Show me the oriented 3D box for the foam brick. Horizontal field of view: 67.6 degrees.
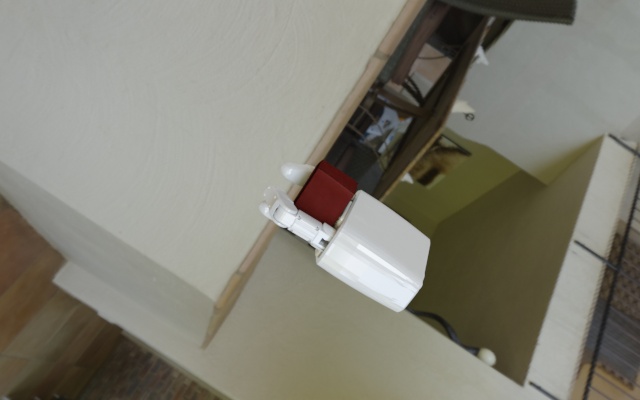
[{"bbox_3d":[0.000,0.001,0.536,0.051,0.078,0.053,33,17,-1],"label":"foam brick"}]
